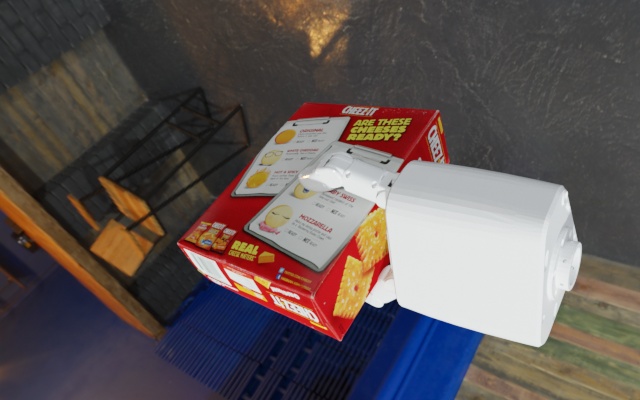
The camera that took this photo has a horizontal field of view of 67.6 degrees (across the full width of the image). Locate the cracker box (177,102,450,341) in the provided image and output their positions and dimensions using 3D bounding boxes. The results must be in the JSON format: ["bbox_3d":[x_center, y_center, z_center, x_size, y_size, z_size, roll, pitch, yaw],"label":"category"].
[{"bbox_3d":[0.000,0.001,0.447,0.164,0.072,0.213,13,53,37],"label":"cracker box"}]
